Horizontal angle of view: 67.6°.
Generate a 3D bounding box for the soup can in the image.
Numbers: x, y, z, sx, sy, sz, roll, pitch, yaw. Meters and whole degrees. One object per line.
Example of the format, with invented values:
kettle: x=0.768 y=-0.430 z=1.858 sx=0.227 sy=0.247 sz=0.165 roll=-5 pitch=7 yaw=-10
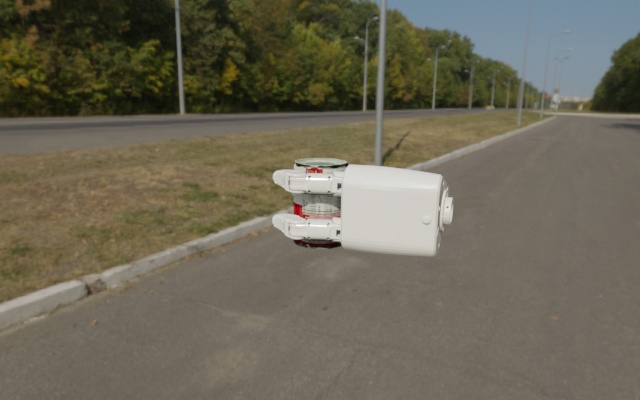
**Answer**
soup can: x=0.000 y=0.002 z=0.593 sx=0.068 sy=0.102 sz=0.068 roll=1 pitch=13 yaw=0
